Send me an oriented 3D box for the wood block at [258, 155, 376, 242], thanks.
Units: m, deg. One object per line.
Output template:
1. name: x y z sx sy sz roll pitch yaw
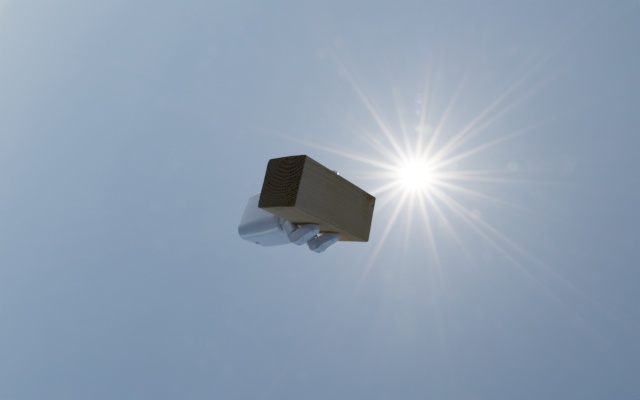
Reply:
1. wood block: 0.000 0.003 0.849 0.090 0.090 0.206 -3 -21 40
